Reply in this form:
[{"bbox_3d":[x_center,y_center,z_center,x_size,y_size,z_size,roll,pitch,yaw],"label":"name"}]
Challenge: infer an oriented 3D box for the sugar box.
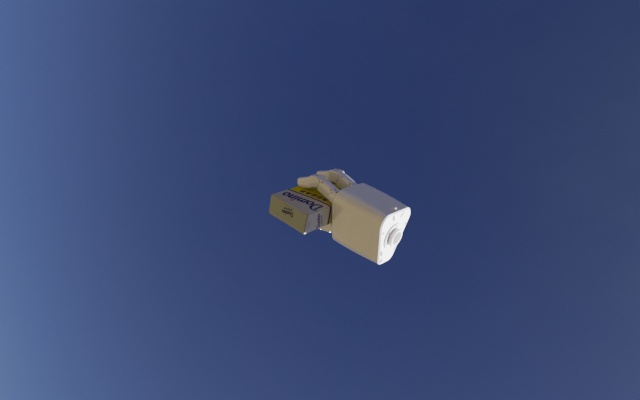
[{"bbox_3d":[0.000,0.002,0.891,0.093,0.048,0.176,29,29,33],"label":"sugar box"}]
